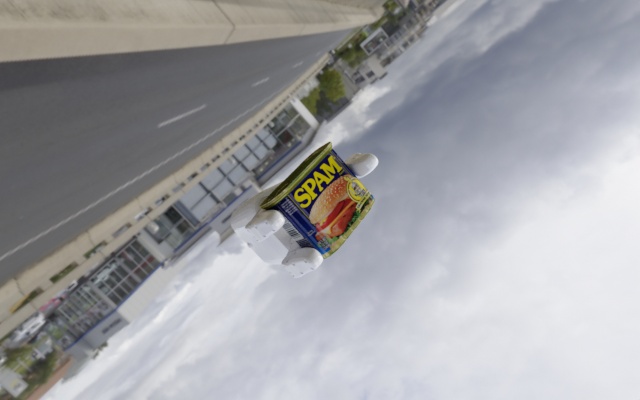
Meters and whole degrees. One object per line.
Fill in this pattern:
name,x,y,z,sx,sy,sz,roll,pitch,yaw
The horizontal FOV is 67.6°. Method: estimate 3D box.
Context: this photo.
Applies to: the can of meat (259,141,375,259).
can of meat,0.000,0.002,0.514,0.102,0.084,0.057,-48,12,-30
